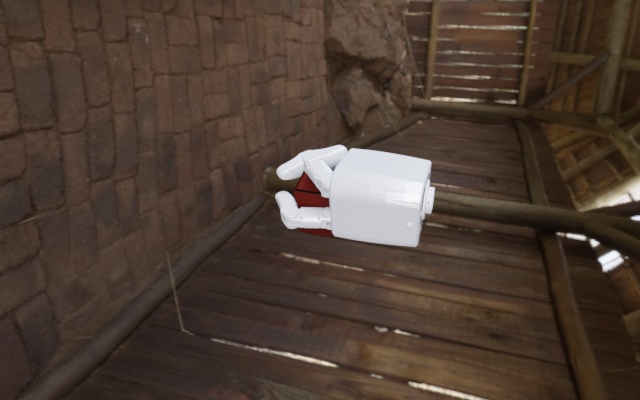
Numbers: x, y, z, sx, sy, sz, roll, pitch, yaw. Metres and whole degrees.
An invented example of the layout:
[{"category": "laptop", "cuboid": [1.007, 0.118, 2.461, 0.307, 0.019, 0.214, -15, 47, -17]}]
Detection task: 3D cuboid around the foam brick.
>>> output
[{"category": "foam brick", "cuboid": [0.000, 0.002, 0.634, 0.051, 0.078, 0.053, 9, 44, 15]}]
